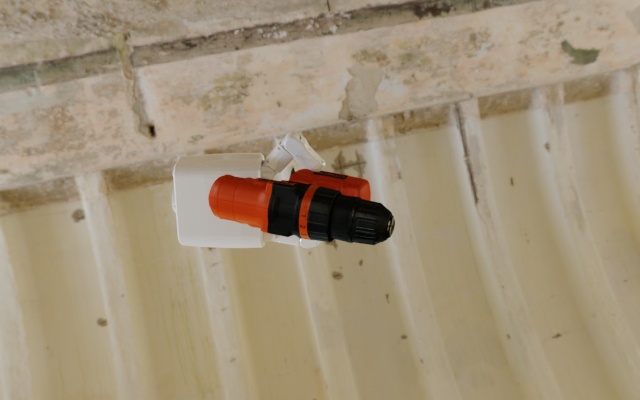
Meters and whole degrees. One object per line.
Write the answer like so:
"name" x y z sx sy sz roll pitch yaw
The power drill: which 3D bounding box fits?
"power drill" 0.000 0.002 0.520 0.184 0.057 0.187 11 7 16
